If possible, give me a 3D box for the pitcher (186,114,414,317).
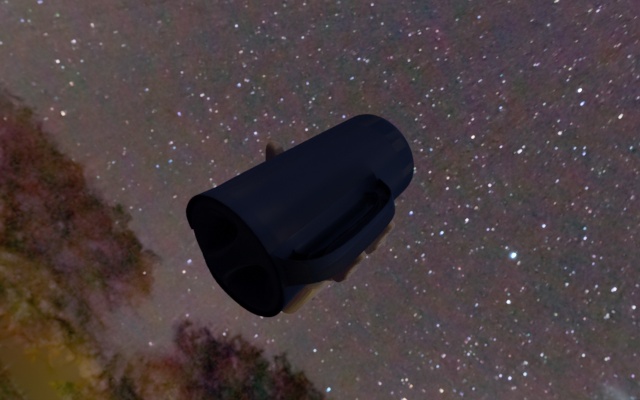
[{"bbox_3d":[0.000,0.002,0.500,0.242,0.149,0.145,-36,-16,-36],"label":"pitcher"}]
